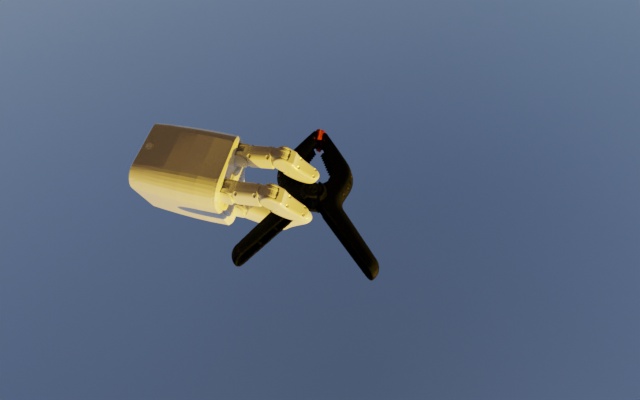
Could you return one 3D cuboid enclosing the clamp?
[{"bbox_3d":[0.000,0.002,0.582,0.164,0.209,0.036,12,-34,3],"label":"clamp"}]
